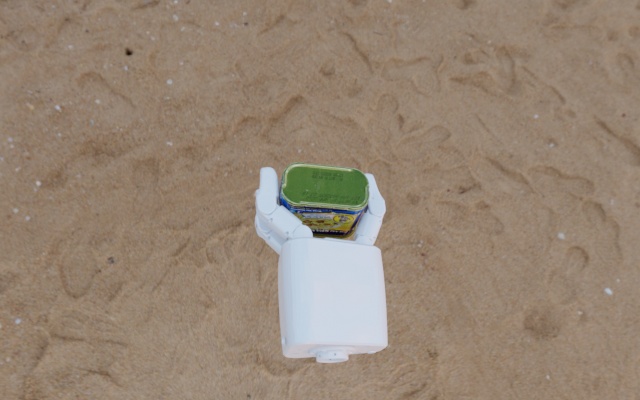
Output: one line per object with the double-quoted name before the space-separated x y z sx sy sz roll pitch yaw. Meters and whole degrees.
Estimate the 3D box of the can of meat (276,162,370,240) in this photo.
"can of meat" 0.000 0.002 0.549 0.102 0.057 0.084 5 -26 -7
